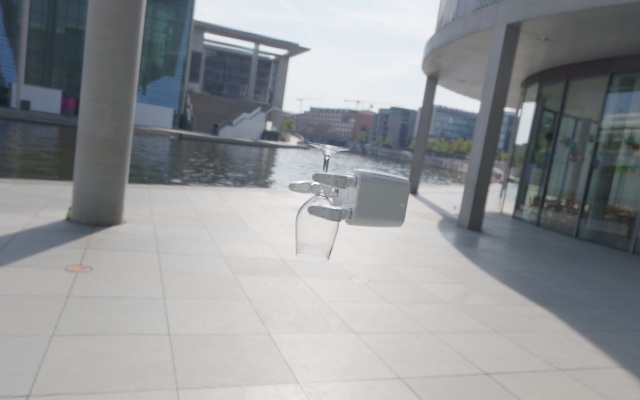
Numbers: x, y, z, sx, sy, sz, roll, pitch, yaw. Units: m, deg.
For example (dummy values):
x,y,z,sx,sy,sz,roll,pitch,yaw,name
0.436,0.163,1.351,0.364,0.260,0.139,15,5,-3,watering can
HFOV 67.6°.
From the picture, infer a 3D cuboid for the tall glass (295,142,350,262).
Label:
x,y,z,sx,sy,sz,roll,pitch,yaw,name
0.000,0.002,0.840,0.079,0.201,0.079,9,7,-1,tall glass
